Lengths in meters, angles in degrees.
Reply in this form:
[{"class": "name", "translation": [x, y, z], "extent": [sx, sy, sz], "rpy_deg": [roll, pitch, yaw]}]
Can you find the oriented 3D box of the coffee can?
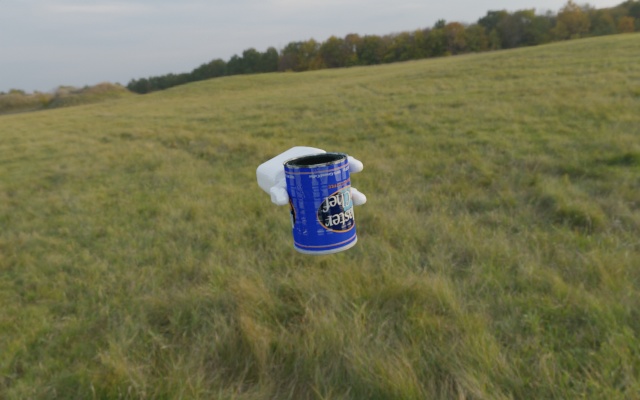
[{"class": "coffee can", "translation": [0.000, 0.003, 0.755], "extent": [0.103, 0.140, 0.102], "rpy_deg": [-6, 15, 2]}]
